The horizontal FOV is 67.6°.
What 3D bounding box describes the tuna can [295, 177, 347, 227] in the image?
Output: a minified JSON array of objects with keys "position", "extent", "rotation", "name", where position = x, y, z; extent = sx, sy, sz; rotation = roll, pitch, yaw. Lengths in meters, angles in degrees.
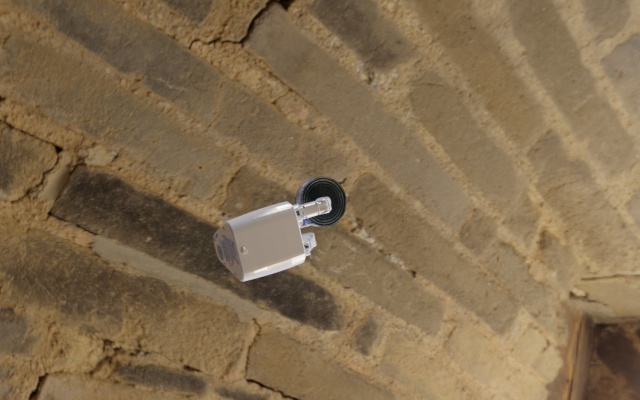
[{"position":[0.000,0.003,0.824],"extent":[0.086,0.086,0.034],"rotation":[0,-3,-27],"name":"tuna can"}]
